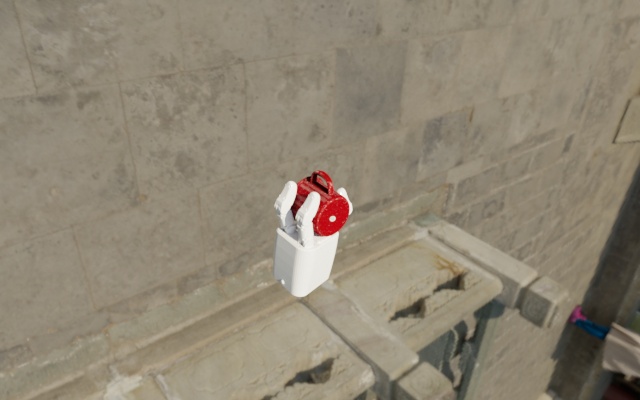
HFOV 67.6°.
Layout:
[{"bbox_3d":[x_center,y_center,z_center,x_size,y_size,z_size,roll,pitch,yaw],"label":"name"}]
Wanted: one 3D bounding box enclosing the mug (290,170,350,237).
[{"bbox_3d":[0.001,0.002,0.859,0.093,0.117,0.081,-15,35,-39],"label":"mug"}]
